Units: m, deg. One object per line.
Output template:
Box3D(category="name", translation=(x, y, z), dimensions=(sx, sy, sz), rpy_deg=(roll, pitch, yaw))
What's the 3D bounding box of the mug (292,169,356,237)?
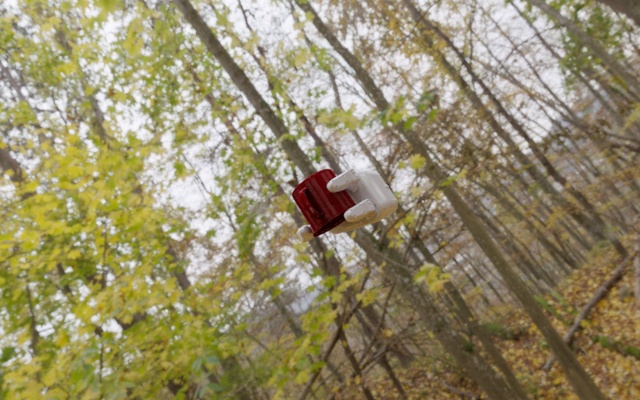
Box3D(category="mug", translation=(-0.001, 0.003, 0.779), dimensions=(0.093, 0.081, 0.117), rpy_deg=(-39, -12, 25))
